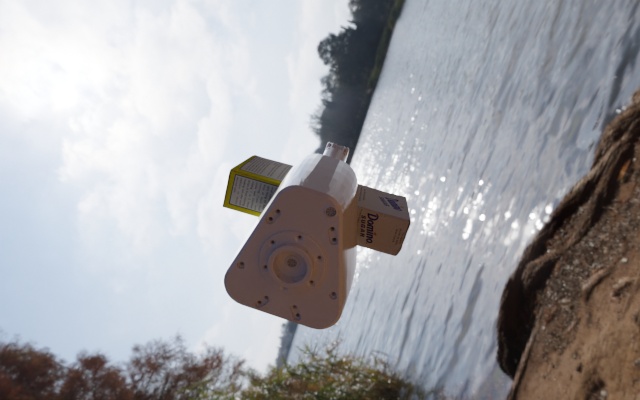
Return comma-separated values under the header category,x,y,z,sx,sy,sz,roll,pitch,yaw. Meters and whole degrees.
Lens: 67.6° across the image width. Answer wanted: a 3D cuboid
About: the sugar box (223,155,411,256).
category,x,y,z,sx,sy,sz,roll,pitch,yaw
sugar box,0.000,0.002,0.489,0.176,0.048,0.093,18,17,3
